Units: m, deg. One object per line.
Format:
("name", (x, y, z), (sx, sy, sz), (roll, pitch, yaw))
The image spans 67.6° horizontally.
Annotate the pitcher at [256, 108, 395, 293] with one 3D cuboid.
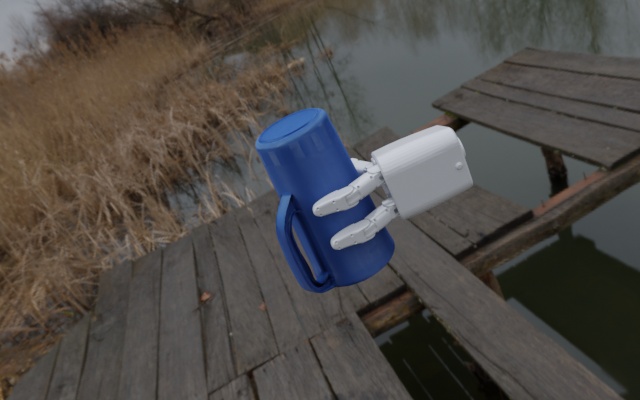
("pitcher", (0.000, 0.002, 0.685), (0.145, 0.243, 0.149), (-24, 25, 6))
